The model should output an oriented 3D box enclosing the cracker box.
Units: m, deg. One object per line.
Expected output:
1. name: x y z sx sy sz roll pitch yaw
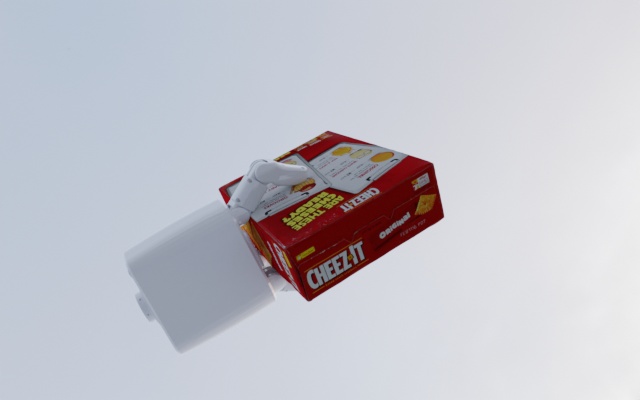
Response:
1. cracker box: 0.000 0.002 0.520 0.164 0.072 0.213 -30 27 -17
